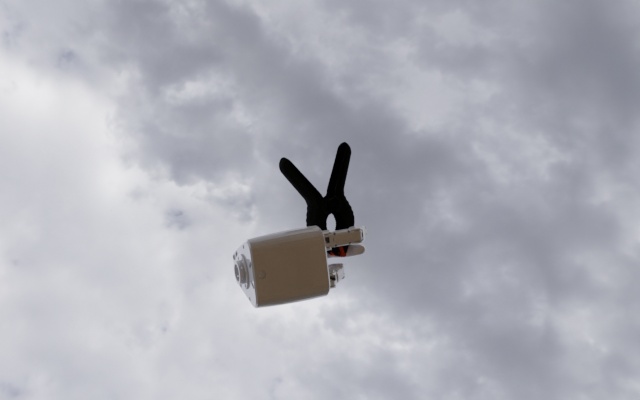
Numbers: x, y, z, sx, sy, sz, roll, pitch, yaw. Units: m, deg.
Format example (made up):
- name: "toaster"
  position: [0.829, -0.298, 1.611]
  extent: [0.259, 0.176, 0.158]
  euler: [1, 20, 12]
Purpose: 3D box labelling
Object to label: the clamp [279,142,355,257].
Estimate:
- name: "clamp"
  position: [0.000, 0.002, 0.704]
  extent: [0.120, 0.171, 0.039]
  euler: [-7, 2, -25]
